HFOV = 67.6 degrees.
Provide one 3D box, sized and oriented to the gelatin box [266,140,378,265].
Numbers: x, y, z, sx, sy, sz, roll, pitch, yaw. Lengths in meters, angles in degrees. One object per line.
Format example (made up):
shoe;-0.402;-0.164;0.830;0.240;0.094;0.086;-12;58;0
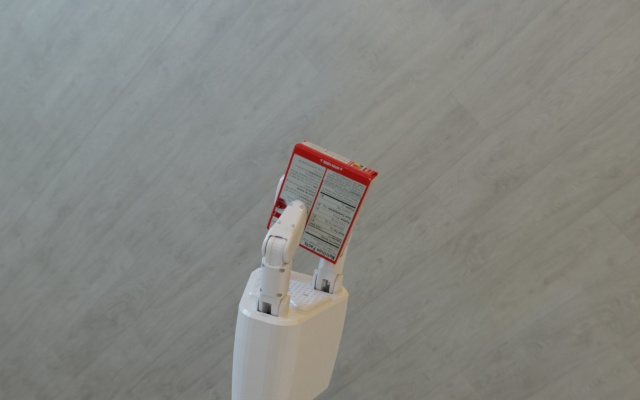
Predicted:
gelatin box;0.000;0.001;0.426;0.073;0.089;0.030;25;22;12
